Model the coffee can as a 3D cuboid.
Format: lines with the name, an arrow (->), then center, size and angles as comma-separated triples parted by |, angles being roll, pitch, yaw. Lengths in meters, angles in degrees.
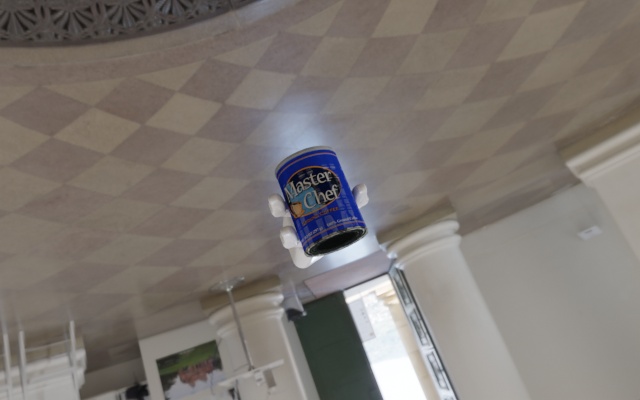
coffee can -> 0.000, 0.002, 0.731 | 0.103, 0.140, 0.103 | -19, -19, -7
